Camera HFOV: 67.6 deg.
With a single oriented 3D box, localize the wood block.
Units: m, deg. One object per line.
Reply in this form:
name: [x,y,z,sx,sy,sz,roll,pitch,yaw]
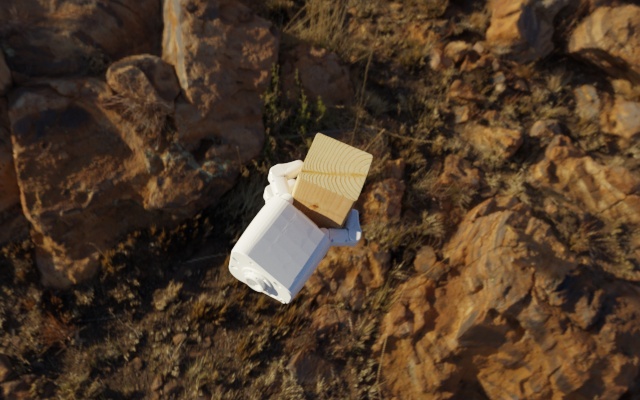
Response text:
wood block: [0.000,0.003,0.759,0.091,0.090,0.206,23,-33,-1]
